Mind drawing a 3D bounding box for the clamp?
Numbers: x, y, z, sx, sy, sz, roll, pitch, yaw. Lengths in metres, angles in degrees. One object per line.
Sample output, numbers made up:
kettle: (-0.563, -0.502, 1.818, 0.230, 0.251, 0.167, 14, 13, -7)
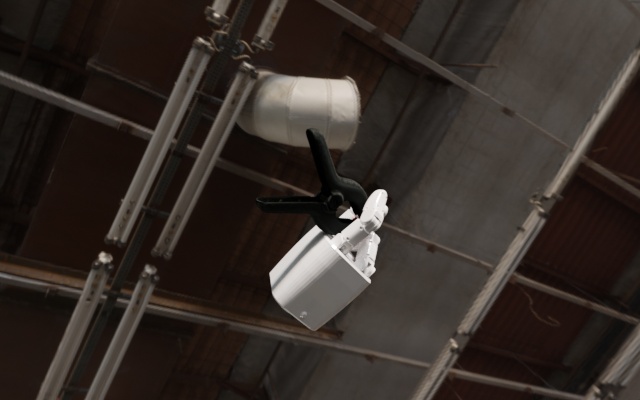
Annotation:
clamp: (0.000, 0.002, 0.622, 0.171, 0.120, 0.039, 46, 2, -31)
